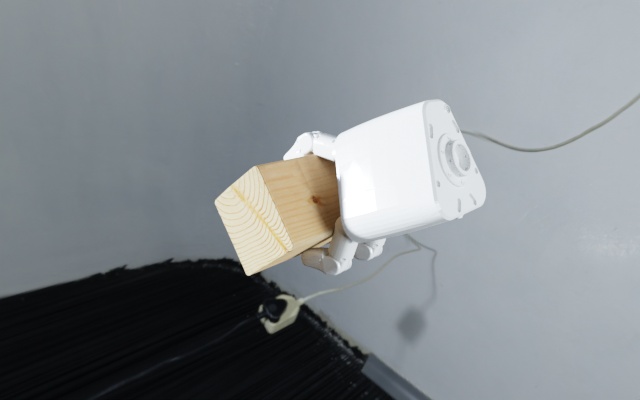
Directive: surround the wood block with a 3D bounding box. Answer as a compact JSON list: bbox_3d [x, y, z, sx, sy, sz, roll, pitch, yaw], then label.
[{"bbox_3d":[0.000,0.001,0.548,0.206,0.091,0.090,-16,-13,-46],"label":"wood block"}]
